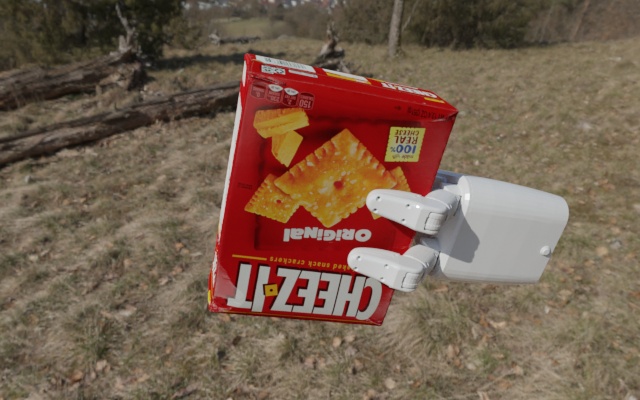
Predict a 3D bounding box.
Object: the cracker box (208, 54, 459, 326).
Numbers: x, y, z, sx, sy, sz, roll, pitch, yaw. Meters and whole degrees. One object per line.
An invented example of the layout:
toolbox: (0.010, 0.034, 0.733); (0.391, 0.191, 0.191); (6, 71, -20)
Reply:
cracker box: (0.000, 0.001, 0.409); (0.164, 0.214, 0.072); (8, 24, -13)
